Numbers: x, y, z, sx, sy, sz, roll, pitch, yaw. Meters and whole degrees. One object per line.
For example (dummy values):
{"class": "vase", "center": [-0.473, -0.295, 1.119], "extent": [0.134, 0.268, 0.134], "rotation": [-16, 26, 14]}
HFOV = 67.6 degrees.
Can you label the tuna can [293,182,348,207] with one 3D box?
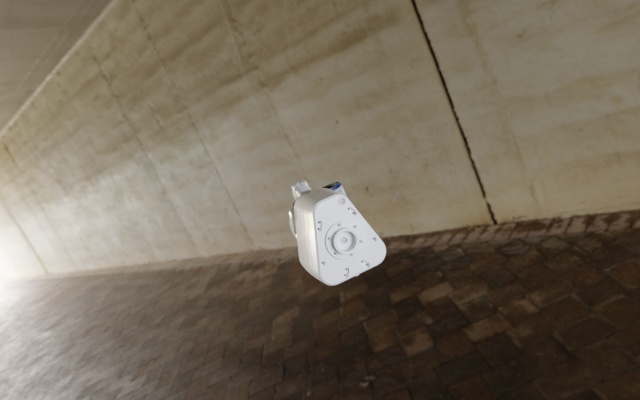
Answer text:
{"class": "tuna can", "center": [0.000, 0.002, 0.761], "extent": [0.086, 0.034, 0.086], "rotation": [-25, 7, 3]}
